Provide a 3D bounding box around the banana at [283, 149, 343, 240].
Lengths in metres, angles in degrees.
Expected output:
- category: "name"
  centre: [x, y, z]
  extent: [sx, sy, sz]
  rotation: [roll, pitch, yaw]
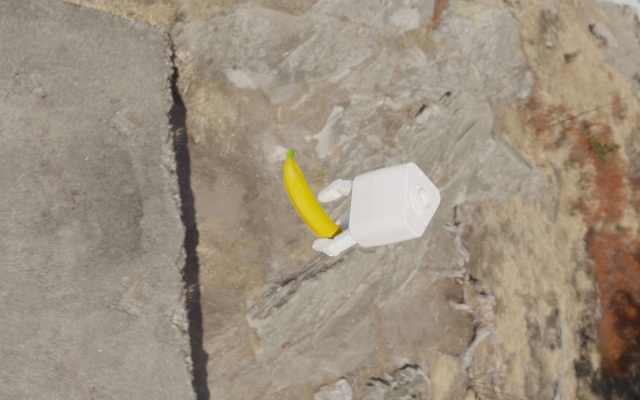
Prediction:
- category: "banana"
  centre: [-0.011, 0.009, 0.800]
  extent: [0.037, 0.198, 0.069]
  rotation: [-19, 16, 43]
